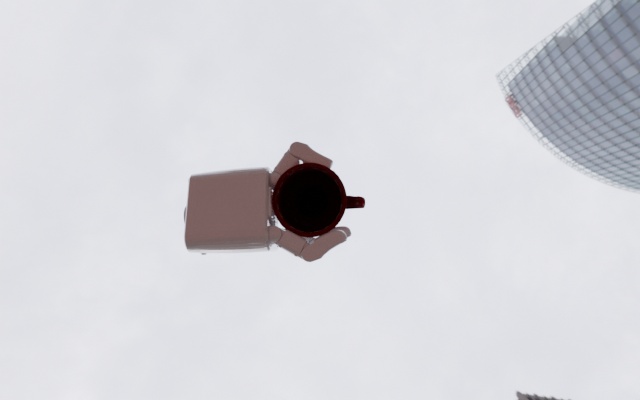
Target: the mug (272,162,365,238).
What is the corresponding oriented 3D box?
[{"bbox_3d":[0.002,0.002,0.627,0.117,0.093,0.081,-2,-5,3],"label":"mug"}]
